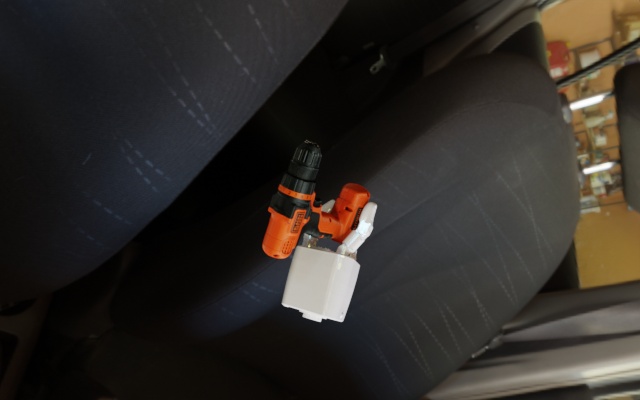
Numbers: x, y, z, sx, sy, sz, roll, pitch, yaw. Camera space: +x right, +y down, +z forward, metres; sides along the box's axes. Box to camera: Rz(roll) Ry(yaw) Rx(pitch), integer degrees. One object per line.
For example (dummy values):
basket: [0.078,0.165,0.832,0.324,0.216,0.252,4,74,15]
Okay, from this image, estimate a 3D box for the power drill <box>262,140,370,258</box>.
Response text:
power drill: [0.000,0.003,0.766,0.057,0.184,0.187,31,16,38]
